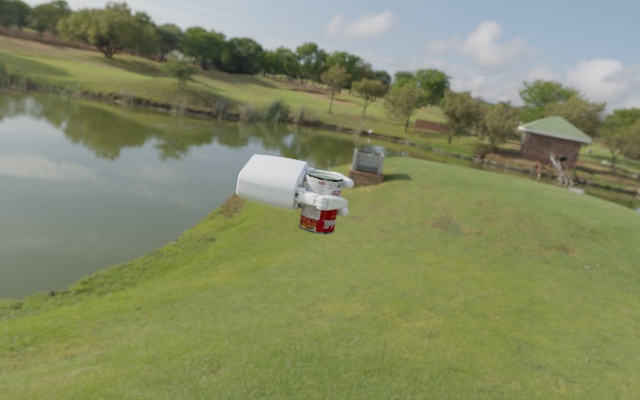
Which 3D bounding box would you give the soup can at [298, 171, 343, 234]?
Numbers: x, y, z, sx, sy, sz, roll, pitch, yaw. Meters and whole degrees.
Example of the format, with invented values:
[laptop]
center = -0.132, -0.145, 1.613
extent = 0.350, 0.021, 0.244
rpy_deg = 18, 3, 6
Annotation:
[soup can]
center = 0.001, 0.003, 0.873
extent = 0.068, 0.102, 0.068
rpy_deg = 10, 13, -2
